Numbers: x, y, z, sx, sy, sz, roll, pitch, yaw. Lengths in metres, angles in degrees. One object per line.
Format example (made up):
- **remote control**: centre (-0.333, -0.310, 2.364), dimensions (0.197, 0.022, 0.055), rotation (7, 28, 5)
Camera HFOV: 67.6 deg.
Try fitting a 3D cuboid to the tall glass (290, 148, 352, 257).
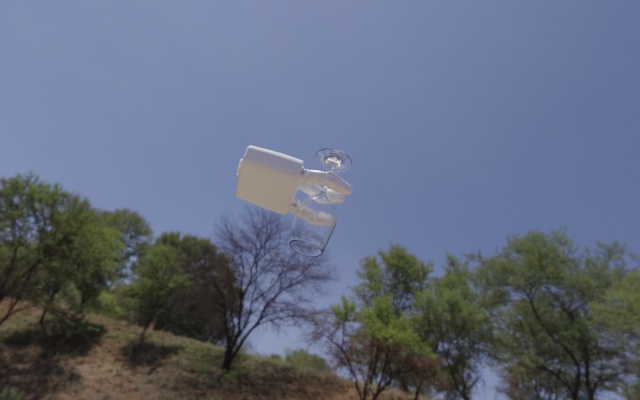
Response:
- **tall glass**: centre (0.000, 0.002, 0.892), dimensions (0.079, 0.201, 0.079), rotation (13, -30, 7)
